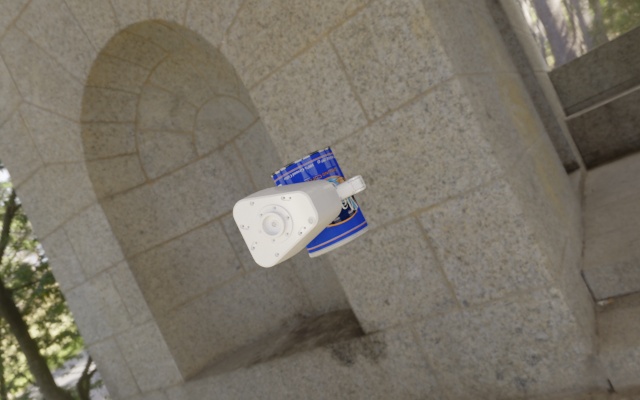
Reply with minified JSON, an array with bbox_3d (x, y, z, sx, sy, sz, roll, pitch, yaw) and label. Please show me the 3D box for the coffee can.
[{"bbox_3d":[0.000,0.002,0.735,0.103,0.140,0.103,-26,0,0],"label":"coffee can"}]
